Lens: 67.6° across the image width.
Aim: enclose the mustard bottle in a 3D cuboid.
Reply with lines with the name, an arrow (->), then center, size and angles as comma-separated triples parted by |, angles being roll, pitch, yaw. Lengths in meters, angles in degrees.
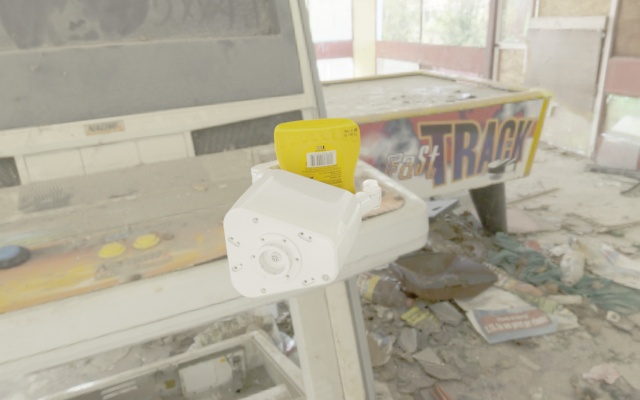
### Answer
mustard bottle -> 0.000, 0.002, 0.571 | 0.096, 0.192, 0.058 | -7, 21, -9
